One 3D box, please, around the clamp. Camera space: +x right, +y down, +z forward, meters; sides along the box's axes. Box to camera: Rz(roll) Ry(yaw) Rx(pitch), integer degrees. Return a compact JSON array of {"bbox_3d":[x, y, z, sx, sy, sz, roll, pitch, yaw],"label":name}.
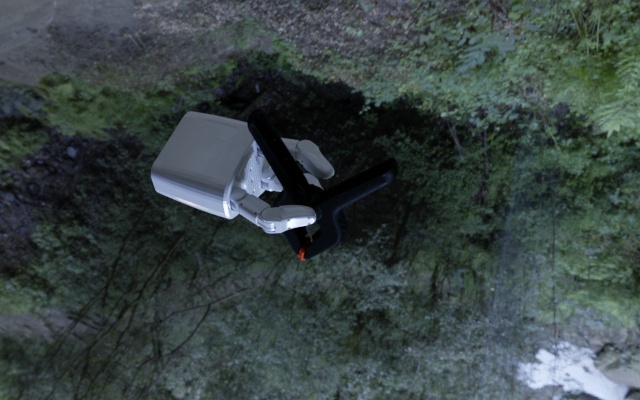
[{"bbox_3d":[0.000,0.003,0.548,0.164,0.210,0.036,18,49,16],"label":"clamp"}]
